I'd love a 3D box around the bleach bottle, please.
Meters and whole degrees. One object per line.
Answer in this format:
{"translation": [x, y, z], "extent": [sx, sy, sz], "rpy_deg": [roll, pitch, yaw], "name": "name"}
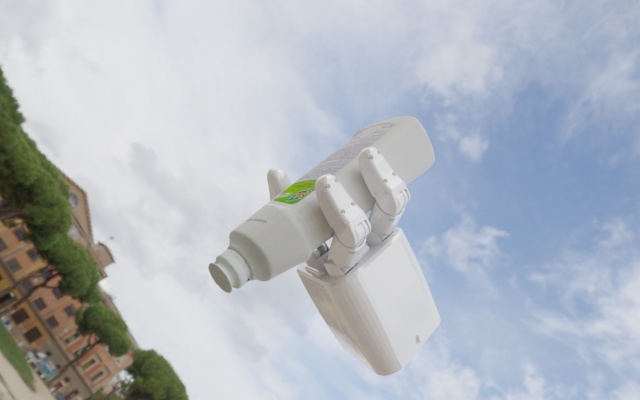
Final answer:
{"translation": [0.000, 0.001, 0.449], "extent": [0.250, 0.068, 0.102], "rpy_deg": [-36, 15, -35], "name": "bleach bottle"}
